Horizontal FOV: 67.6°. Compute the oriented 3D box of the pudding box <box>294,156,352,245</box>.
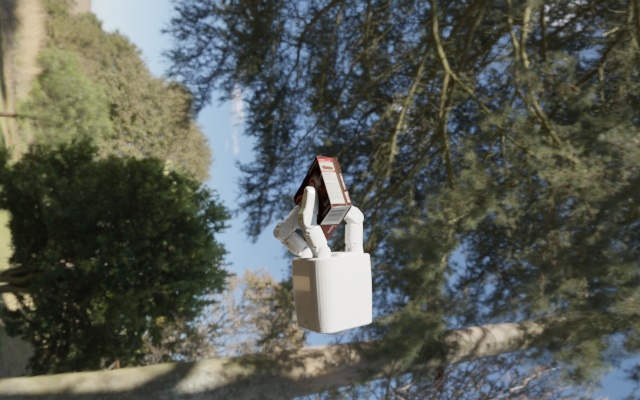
[{"bbox_3d":[0.000,0.002,0.717,0.039,0.090,0.113,0,-34,-27],"label":"pudding box"}]
